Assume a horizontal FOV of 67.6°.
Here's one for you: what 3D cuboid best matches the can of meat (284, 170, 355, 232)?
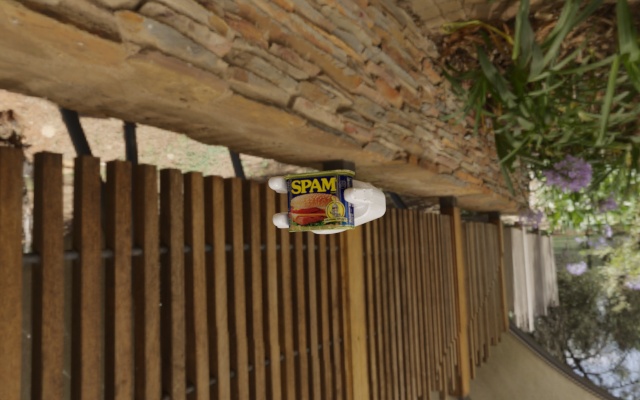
[{"bbox_3d":[0.000,0.003,0.703,0.102,0.084,0.057,-4,-4,19],"label":"can of meat"}]
